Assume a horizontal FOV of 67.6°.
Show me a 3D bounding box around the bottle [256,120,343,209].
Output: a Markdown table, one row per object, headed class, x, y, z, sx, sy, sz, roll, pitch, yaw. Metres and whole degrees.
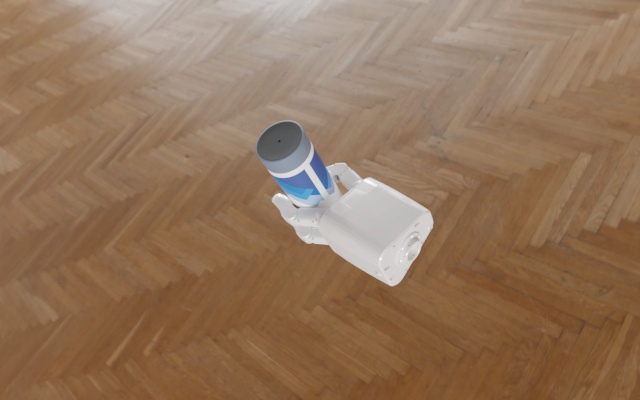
| class | x | y | z | sx | sy | sz | roll | pitch | yaw |
| --- | --- | --- | --- | --- | --- | --- | --- | --- | --- |
| bottle | 0.000 | 0.002 | 0.708 | 0.069 | 0.069 | 0.296 | 0 | -31 | 24 |
